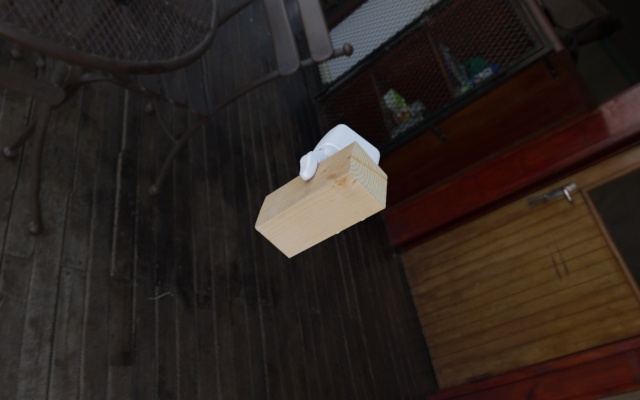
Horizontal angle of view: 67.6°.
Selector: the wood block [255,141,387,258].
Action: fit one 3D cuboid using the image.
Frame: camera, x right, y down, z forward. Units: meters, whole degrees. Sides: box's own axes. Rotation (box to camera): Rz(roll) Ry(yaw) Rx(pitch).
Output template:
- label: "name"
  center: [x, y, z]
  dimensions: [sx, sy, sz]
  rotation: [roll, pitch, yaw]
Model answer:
- label: "wood block"
  center: [0.000, 0.002, 0.801]
  dimensions: [0.206, 0.091, 0.090]
  rotation: [-30, 28, 30]
